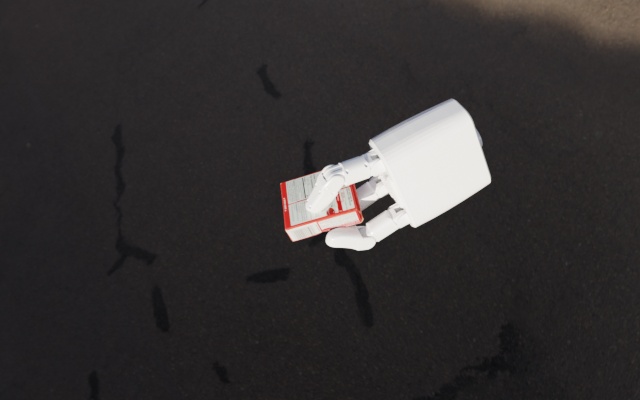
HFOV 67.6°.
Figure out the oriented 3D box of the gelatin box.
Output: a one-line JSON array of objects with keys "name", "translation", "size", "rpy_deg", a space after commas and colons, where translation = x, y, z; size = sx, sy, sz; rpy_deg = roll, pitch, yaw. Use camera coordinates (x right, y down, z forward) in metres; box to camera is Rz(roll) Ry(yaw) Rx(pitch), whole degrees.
[{"name": "gelatin box", "translation": [0.000, 0.002, 0.567], "size": [0.089, 0.073, 0.030], "rpy_deg": [-16, -39, 8]}]
